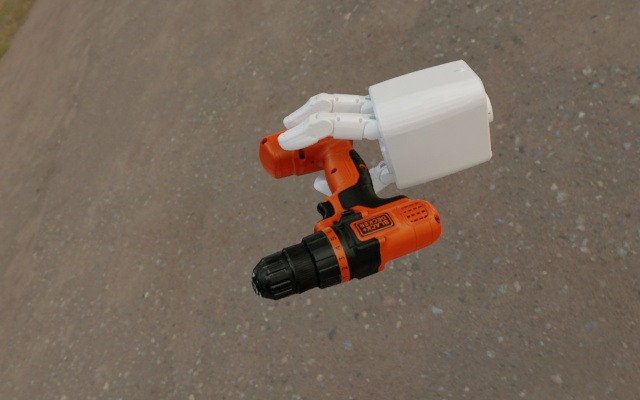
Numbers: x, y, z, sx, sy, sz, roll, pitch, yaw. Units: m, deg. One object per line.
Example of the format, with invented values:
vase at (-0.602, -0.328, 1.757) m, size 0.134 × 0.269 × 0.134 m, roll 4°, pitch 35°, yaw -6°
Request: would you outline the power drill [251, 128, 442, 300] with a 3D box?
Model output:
power drill at (0.000, 0.001, 0.483) m, size 0.184 × 0.187 × 0.057 m, roll -17°, pitch -40°, yaw -14°
